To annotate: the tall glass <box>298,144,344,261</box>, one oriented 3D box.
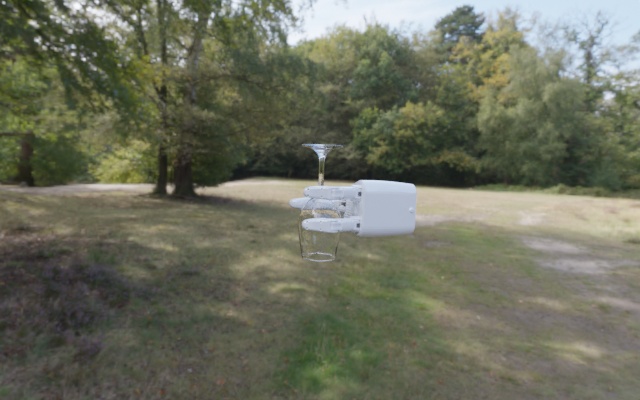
[{"bbox_3d":[0.000,0.002,0.844,0.079,0.201,0.079,2,5,0],"label":"tall glass"}]
